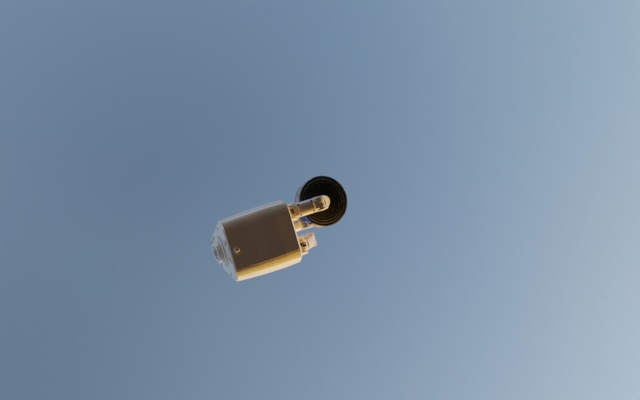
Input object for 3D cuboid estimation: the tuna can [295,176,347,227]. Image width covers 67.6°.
[{"bbox_3d":[0.000,0.003,0.813,0.086,0.086,0.034,0,-7,-21],"label":"tuna can"}]
